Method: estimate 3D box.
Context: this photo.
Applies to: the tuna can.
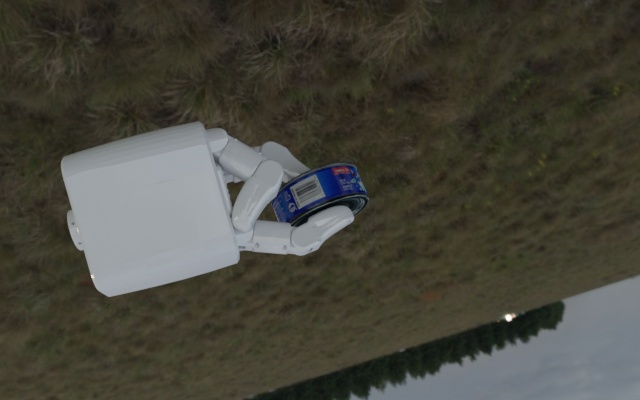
[{"bbox_3d":[0.000,0.002,0.435,0.086,0.033,0.086,-21,-18,-7],"label":"tuna can"}]
